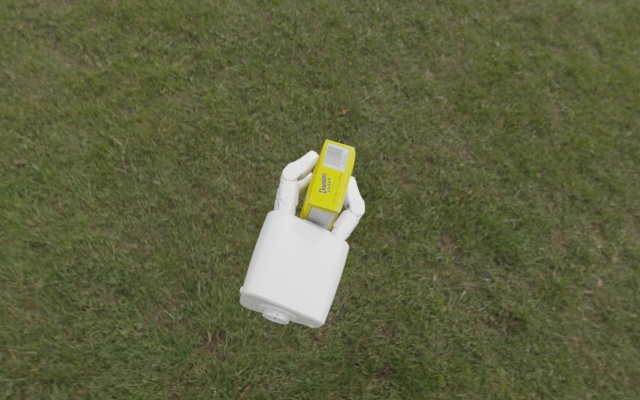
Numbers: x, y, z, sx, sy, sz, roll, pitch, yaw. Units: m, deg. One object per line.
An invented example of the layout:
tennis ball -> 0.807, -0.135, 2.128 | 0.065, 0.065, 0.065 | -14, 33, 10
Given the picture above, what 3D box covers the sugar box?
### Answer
sugar box -> 0.000, 0.002, 0.647 | 0.048, 0.093, 0.176 | 18, -25, -5
